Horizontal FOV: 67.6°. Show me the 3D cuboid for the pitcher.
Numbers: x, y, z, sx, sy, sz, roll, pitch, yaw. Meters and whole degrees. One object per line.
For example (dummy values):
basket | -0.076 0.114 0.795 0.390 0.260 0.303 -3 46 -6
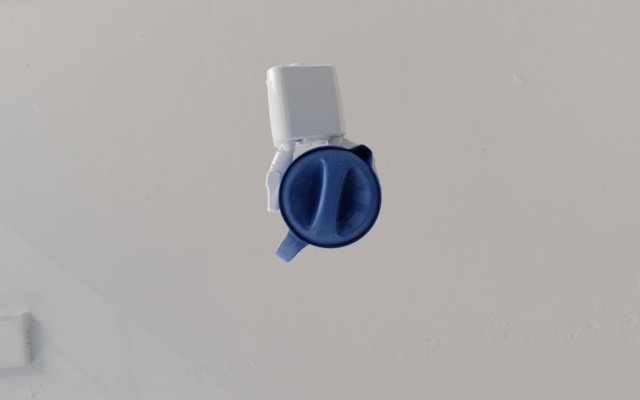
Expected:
pitcher | 0.000 0.002 0.723 0.149 0.145 0.243 -9 1 -3
